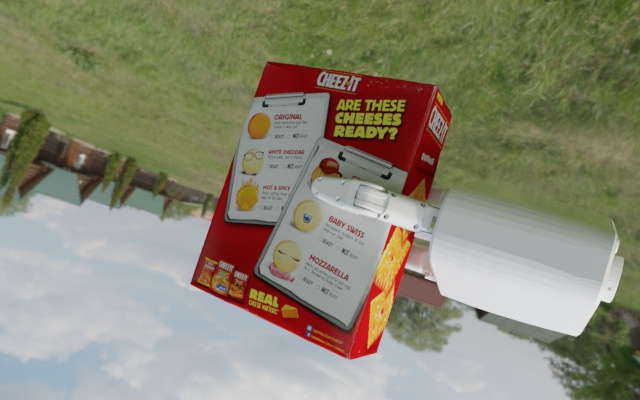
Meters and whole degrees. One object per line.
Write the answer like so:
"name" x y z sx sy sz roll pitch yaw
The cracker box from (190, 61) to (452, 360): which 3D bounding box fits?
"cracker box" 0.000 0.001 0.412 0.164 0.213 0.072 17 -4 28
